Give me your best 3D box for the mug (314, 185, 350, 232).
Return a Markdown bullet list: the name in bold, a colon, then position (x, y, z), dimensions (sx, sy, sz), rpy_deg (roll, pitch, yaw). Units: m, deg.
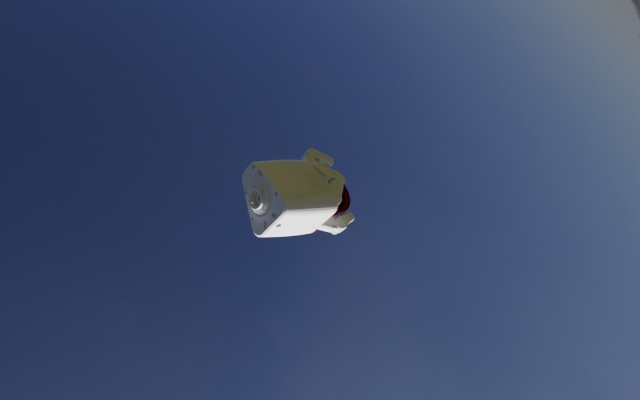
- **mug**: position (0.001, 0.003, 0.848), dimensions (0.117, 0.093, 0.081), rpy_deg (-2, -31, -45)
